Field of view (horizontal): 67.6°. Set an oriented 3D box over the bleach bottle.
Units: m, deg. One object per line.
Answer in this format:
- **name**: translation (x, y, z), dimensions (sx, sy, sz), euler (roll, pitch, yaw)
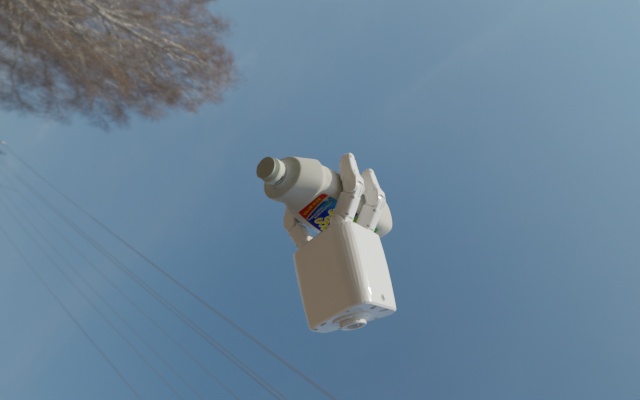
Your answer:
- **bleach bottle**: translation (0.000, 0.002, 0.658), dimensions (0.102, 0.068, 0.251), euler (-27, -31, 26)
